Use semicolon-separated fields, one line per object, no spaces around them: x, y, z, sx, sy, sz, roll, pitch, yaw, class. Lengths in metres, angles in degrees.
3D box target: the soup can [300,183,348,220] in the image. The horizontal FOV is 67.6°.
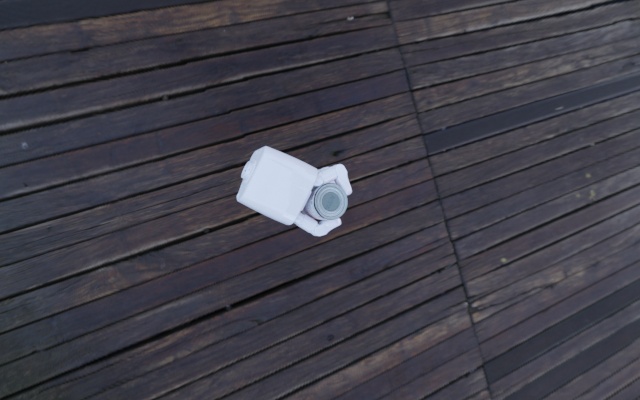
0.001;0.003;0.897;0.068;0.068;0.102;0;-2;-23;soup can
